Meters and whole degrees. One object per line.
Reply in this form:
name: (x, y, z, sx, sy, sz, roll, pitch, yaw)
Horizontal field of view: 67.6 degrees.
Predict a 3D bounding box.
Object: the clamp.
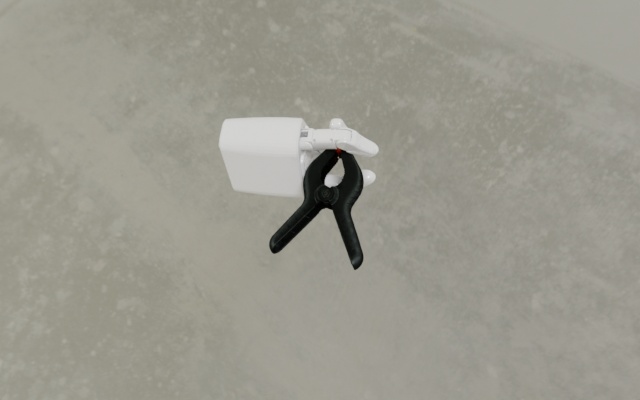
clamp: (0.000, 0.002, 0.609, 0.120, 0.171, 0.039, 3, -23, 9)
